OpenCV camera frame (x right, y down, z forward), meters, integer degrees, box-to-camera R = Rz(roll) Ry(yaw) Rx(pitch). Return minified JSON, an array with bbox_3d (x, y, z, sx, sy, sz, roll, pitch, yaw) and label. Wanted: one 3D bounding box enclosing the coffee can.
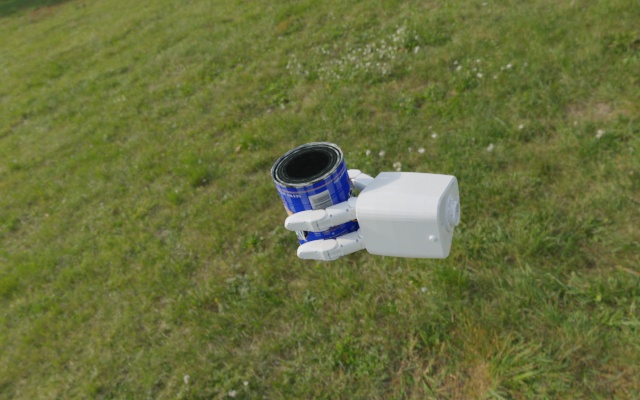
[{"bbox_3d":[0.000,0.002,0.688,0.103,0.140,0.102,-13,36,10],"label":"coffee can"}]
